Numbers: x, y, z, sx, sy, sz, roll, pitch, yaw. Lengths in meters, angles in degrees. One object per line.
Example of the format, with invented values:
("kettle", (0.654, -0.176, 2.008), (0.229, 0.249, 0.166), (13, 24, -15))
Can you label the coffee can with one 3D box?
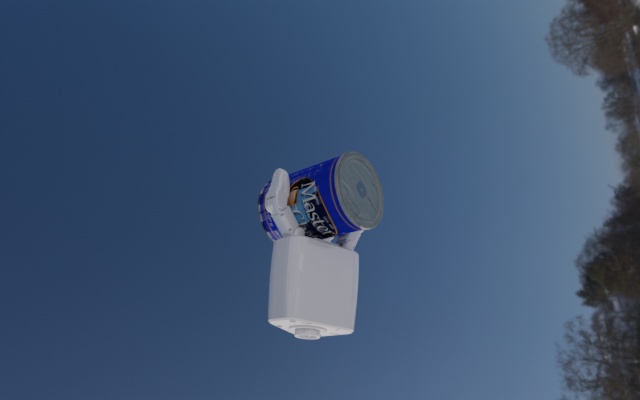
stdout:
("coffee can", (0.000, 0.002, 0.651), (0.140, 0.103, 0.103), (-17, -10, 36))
